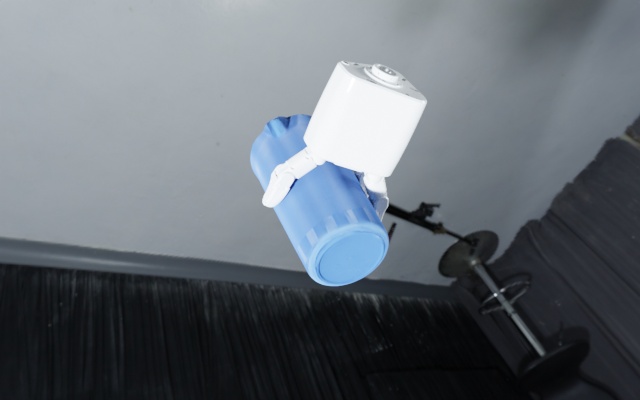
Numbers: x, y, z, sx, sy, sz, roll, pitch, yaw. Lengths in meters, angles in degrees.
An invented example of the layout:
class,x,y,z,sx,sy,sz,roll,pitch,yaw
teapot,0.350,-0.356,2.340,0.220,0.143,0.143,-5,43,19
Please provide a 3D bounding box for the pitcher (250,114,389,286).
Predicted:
class,x,y,z,sx,sy,sz,roll,pitch,yaw
pitcher,0.000,0.002,0.664,0.149,0.145,0.242,6,36,-30
